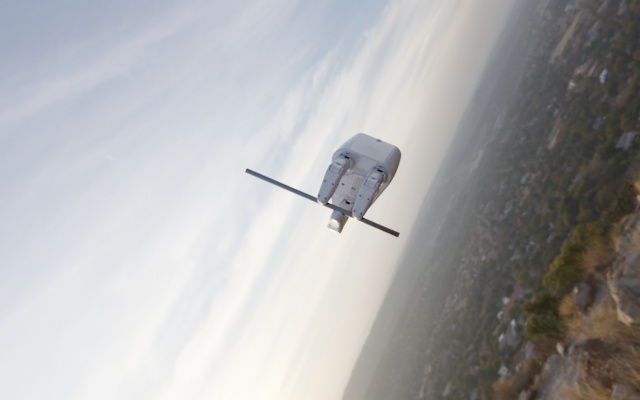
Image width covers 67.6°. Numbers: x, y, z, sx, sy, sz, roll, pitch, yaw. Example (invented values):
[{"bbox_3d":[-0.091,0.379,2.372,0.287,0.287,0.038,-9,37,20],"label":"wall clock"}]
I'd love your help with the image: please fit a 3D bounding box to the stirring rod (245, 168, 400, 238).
[{"bbox_3d":[0.000,0.002,0.683,0.239,0.011,0.011,23,4,9],"label":"stirring rod"}]
